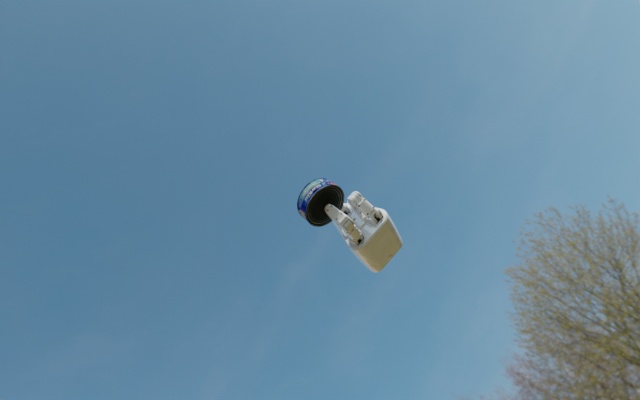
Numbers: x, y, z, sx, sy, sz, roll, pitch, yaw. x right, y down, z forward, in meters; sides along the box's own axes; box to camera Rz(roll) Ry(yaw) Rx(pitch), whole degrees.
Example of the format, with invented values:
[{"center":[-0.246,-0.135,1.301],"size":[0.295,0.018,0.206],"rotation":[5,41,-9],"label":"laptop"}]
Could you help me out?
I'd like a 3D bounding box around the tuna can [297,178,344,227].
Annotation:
[{"center":[0.000,0.003,0.870],"size":[0.086,0.086,0.033],"rotation":[0,28,-41],"label":"tuna can"}]
